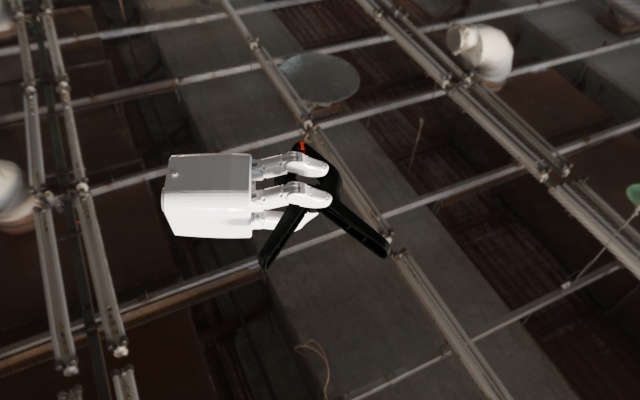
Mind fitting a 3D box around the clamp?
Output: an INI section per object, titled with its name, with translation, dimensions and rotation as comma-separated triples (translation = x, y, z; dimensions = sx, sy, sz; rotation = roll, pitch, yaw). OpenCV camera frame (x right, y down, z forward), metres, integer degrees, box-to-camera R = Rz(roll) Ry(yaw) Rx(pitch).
[clamp]
translation = 0.000, 0.002, 0.637
dimensions = 0.164, 0.209, 0.036
rotation = 2, -41, -9
